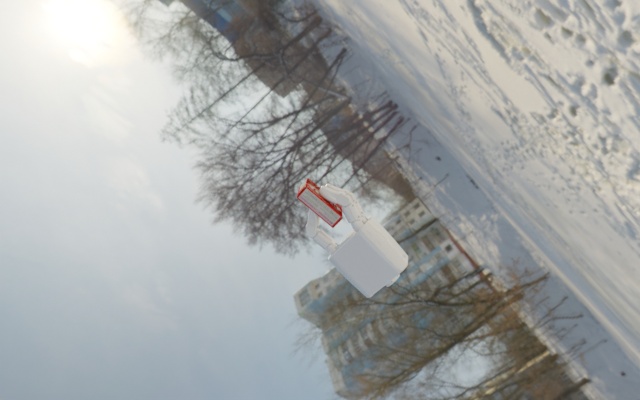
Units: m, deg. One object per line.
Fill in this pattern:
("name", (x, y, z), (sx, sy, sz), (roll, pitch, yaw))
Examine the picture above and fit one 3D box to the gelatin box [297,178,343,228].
("gelatin box", (0.000, 0.003, 0.876), (0.089, 0.030, 0.073), (39, 13, -9))
